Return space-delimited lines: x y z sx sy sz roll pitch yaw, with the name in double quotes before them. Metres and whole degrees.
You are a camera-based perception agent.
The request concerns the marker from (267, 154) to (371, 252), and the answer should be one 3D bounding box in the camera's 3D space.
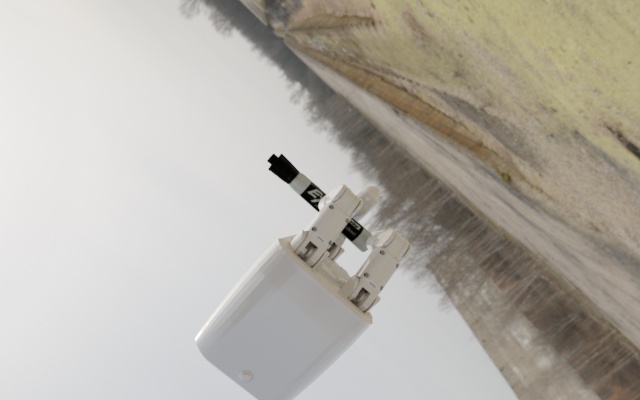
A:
"marker" 0.000 0.001 0.431 0.121 0.020 0.020 42 -8 -9
